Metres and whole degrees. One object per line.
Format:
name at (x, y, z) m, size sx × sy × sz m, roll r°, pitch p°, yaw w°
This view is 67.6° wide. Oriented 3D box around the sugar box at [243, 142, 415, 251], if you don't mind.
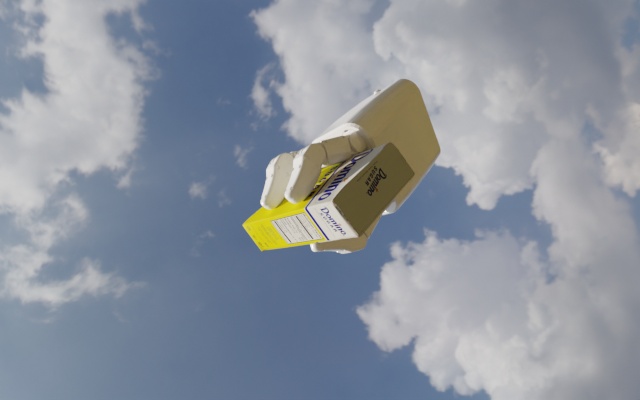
sugar box at (0.000, 0.001, 0.474) m, size 0.093 × 0.048 × 0.176 m, roll -45°, pitch 14°, yaw -32°
